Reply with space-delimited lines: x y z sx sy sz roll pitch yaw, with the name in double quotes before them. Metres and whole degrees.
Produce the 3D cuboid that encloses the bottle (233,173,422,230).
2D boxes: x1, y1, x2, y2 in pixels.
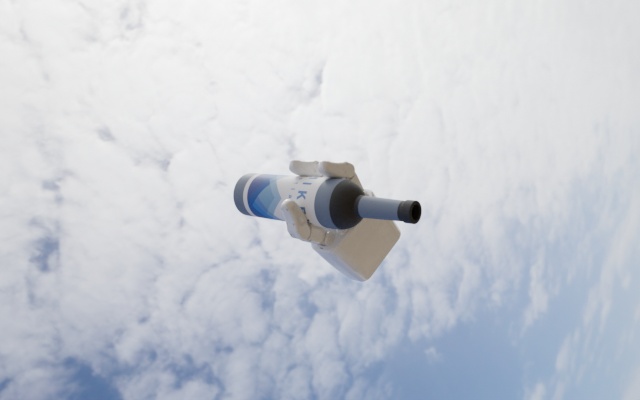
"bottle" 0.000 0.002 0.645 0.295 0.069 0.069 6 4 41
